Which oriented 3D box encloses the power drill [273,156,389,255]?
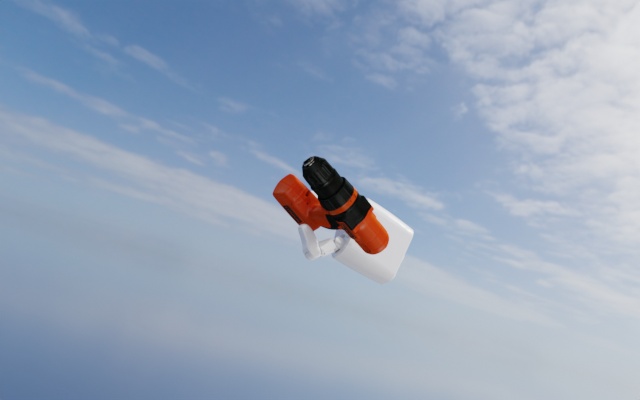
[{"bbox_3d":[0.000,0.003,0.737,0.184,0.057,0.187,51,-19,-26],"label":"power drill"}]
